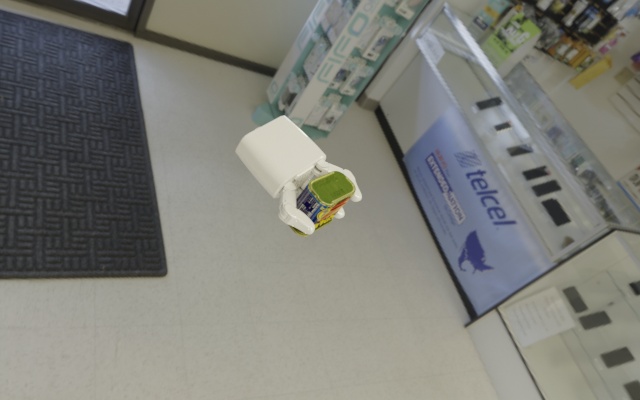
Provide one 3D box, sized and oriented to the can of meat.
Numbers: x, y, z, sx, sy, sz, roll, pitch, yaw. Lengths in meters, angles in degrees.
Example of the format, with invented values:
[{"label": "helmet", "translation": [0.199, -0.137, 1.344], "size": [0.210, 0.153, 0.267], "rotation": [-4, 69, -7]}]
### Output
[{"label": "can of meat", "translation": [0.000, 0.002, 0.783], "size": [0.102, 0.057, 0.084], "rotation": [-27, -19, -50]}]
